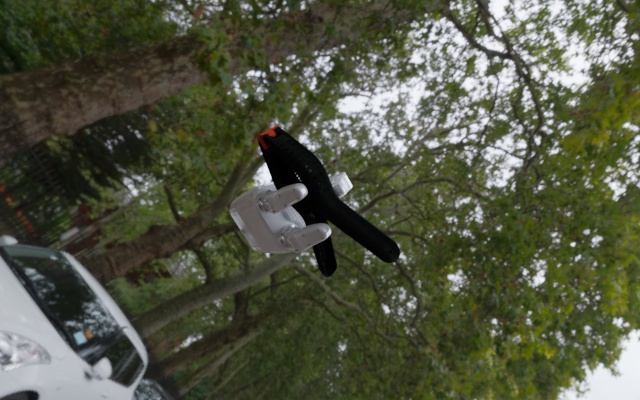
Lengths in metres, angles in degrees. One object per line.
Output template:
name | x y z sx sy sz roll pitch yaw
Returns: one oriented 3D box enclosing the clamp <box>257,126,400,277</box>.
clamp | 0.000 0.001 0.571 0.036 0.210 0.164 -37 11 -31
